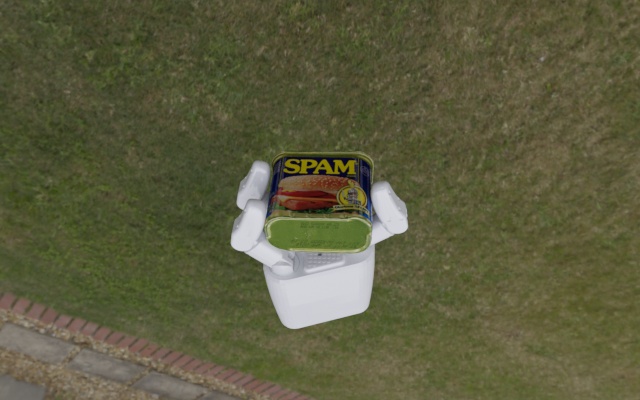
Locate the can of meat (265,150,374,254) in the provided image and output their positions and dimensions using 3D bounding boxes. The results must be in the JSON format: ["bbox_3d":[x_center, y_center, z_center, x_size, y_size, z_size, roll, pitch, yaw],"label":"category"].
[{"bbox_3d":[0.000,0.002,0.453,0.102,0.083,0.057,1,-42,3],"label":"can of meat"}]
